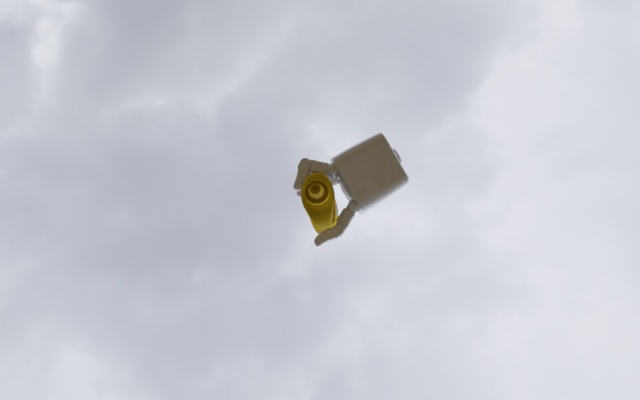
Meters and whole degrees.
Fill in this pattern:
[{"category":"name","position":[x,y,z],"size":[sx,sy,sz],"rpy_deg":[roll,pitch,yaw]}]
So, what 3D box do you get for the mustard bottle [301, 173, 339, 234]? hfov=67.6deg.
[{"category":"mustard bottle","position":[0.000,0.003,0.851],"size":[0.058,0.096,0.192],"rpy_deg":[-6,-13,3]}]
